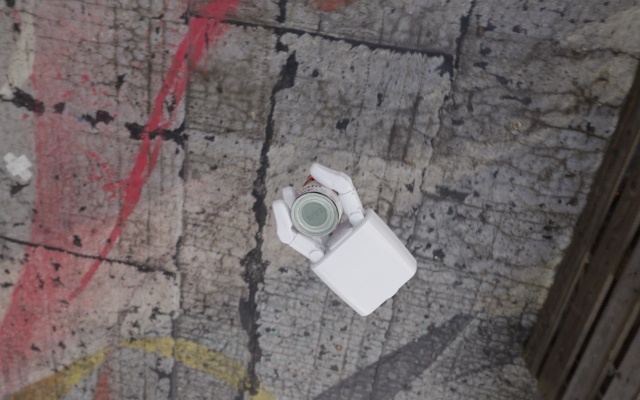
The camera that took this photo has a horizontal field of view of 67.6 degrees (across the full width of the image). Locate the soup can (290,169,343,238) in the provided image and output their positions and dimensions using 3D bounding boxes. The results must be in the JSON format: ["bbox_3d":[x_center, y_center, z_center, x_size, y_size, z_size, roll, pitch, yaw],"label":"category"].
[{"bbox_3d":[0.000,0.002,0.678,0.068,0.068,0.102,0,21,11],"label":"soup can"}]
